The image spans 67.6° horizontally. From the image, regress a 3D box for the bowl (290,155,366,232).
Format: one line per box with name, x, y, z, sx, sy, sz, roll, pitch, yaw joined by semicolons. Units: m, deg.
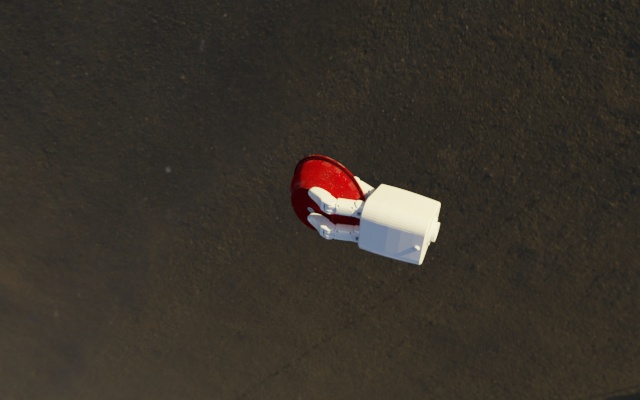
bowl;-0.001;0.003;0.847;0.162;0.162;0.055;0;31;43
